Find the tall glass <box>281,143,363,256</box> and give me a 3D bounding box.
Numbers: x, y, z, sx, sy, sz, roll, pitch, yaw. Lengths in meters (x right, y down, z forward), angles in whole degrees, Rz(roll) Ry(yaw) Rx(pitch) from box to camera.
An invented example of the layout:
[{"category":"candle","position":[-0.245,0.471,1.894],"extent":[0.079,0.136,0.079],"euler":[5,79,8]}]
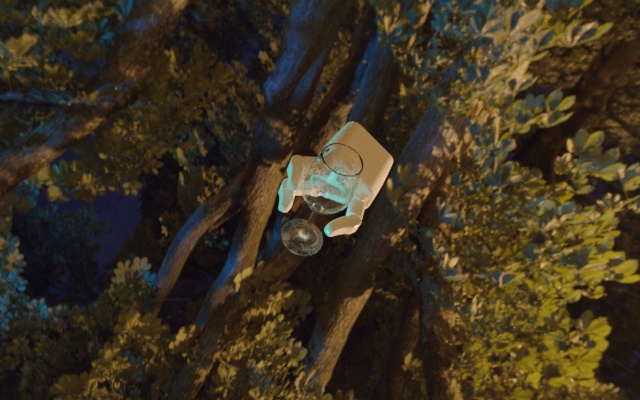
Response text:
[{"category":"tall glass","position":[0.000,0.003,0.732],"extent":[0.079,0.079,0.201],"euler":[0,-36,-23]}]
